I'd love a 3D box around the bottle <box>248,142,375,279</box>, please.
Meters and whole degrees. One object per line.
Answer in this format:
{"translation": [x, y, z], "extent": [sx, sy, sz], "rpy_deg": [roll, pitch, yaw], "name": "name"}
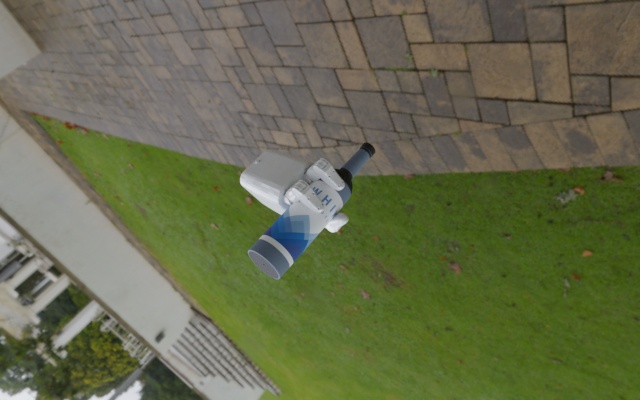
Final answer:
{"translation": [0.000, 0.003, 0.810], "extent": [0.295, 0.069, 0.069], "rpy_deg": [-48, 25, -25], "name": "bottle"}
